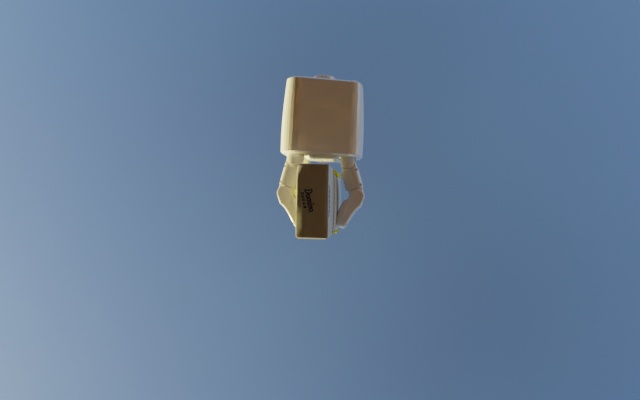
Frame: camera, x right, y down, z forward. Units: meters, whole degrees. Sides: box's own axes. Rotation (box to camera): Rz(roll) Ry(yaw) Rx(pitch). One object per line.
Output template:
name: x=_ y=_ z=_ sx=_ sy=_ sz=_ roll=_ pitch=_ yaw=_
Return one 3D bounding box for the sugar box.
sugar box: x=0.000 y=0.002 z=0.659 sx=0.048 sy=0.093 sz=0.176 roll=1 pitch=-1 yaw=9
